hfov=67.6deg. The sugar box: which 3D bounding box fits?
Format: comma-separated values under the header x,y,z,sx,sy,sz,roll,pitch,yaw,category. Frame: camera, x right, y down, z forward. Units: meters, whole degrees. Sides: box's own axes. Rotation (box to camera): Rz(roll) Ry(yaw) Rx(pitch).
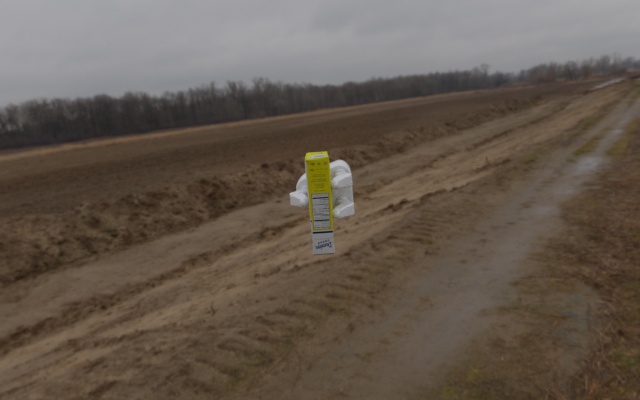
x,y,z,sx,sy,sz,roll,pitch,yaw,category
0.001,0.003,0.879,0.048,0.176,0.093,-6,12,1,sugar box
